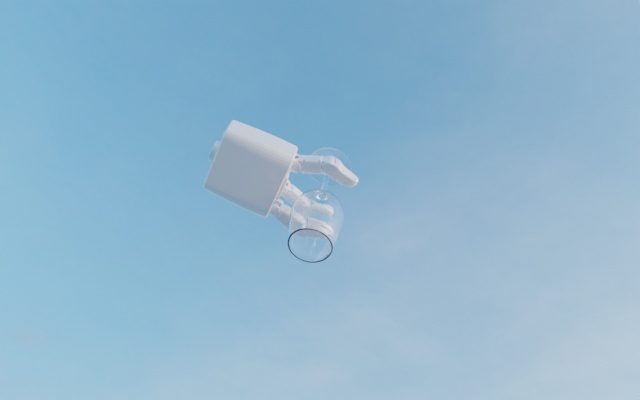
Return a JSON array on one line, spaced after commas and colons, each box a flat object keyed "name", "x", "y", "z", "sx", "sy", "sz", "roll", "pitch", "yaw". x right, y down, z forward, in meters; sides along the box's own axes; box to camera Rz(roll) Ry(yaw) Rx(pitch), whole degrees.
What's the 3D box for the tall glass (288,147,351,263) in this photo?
[{"name": "tall glass", "x": 0.000, "y": 0.002, "z": 0.716, "sx": 0.079, "sy": 0.079, "sz": 0.201, "roll": 0, "pitch": 36, "yaw": 10}]
